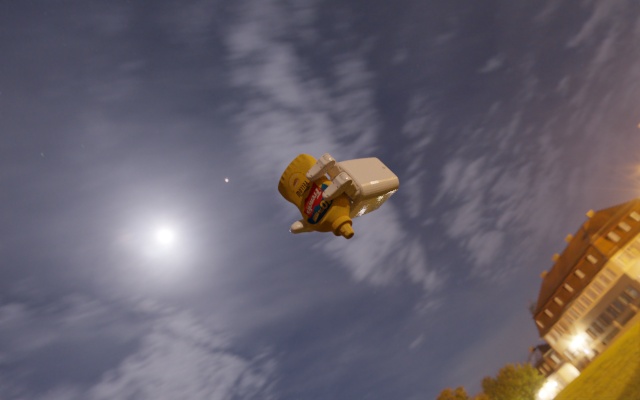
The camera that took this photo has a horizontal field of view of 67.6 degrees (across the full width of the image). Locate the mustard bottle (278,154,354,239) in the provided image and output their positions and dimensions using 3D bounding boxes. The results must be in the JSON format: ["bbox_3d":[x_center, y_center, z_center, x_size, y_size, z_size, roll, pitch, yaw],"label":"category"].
[{"bbox_3d":[0.000,0.003,0.898,0.058,0.096,0.191,13,29,-53],"label":"mustard bottle"}]
